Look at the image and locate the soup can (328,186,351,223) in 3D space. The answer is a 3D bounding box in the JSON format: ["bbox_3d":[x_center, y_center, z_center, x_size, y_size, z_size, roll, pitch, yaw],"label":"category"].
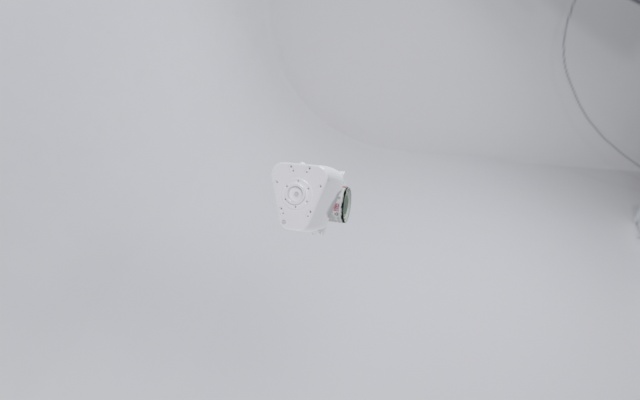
[{"bbox_3d":[0.001,0.003,0.876,0.102,0.068,0.068,6,1,15],"label":"soup can"}]
